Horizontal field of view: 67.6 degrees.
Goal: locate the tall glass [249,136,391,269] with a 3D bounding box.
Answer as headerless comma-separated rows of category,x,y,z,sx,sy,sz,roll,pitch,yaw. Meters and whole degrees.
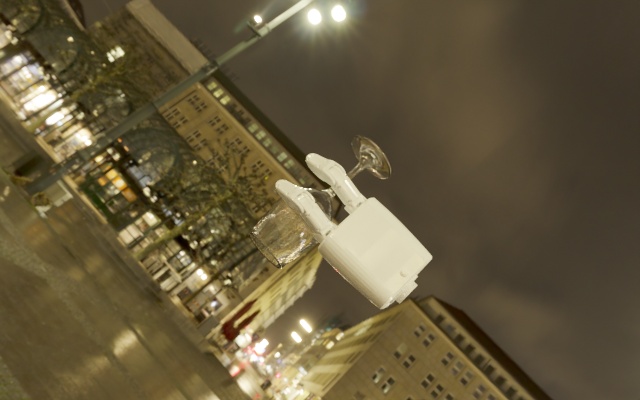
tall glass,0.000,0.002,0.637,0.201,0.079,0.079,-41,14,-17
